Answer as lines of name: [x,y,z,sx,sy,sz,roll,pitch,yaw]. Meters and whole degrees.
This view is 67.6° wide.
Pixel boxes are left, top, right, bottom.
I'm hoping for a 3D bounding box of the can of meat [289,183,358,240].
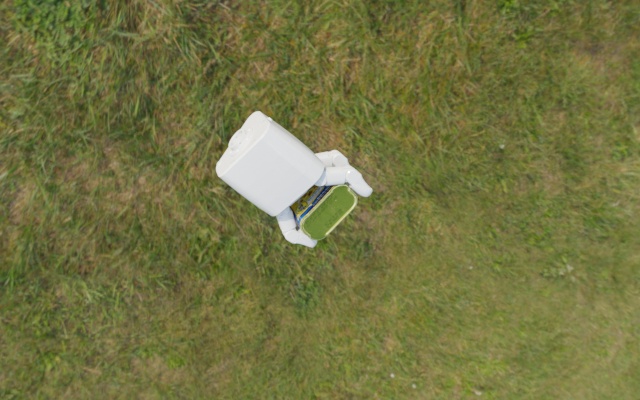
can of meat: [0.000,0.003,0.740,0.057,0.102,0.084,41,5,-31]
